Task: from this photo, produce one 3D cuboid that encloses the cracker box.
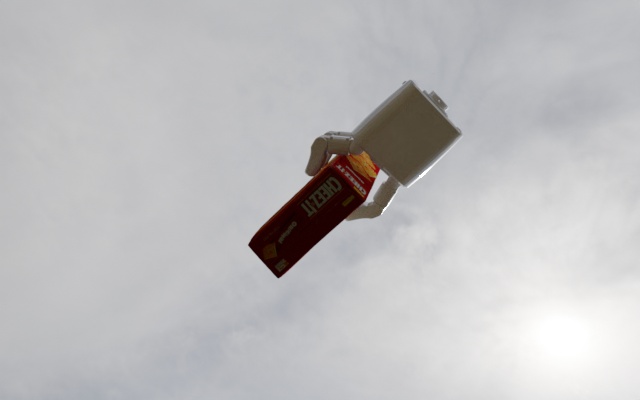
[{"bbox_3d":[0.000,0.002,0.703,0.164,0.072,0.213,-44,2,19],"label":"cracker box"}]
